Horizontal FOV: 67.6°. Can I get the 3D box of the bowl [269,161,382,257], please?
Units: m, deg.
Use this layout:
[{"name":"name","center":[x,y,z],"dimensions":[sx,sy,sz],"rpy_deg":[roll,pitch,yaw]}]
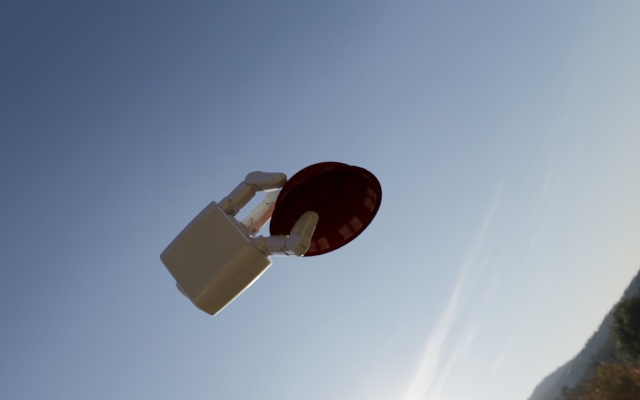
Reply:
[{"name":"bowl","center":[0.001,0.001,0.647],"dimensions":[0.162,0.162,0.055],"rpy_deg":[0,41,-30]}]
